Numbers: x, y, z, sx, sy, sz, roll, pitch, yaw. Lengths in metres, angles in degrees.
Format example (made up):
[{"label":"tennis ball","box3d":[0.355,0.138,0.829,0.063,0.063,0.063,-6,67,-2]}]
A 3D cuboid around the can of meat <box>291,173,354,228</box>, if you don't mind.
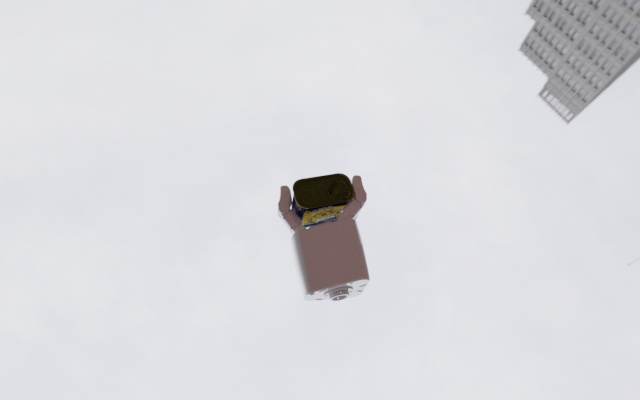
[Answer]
[{"label":"can of meat","box3d":[0.000,0.003,0.833,0.102,0.057,0.084,-10,-27,-14]}]
